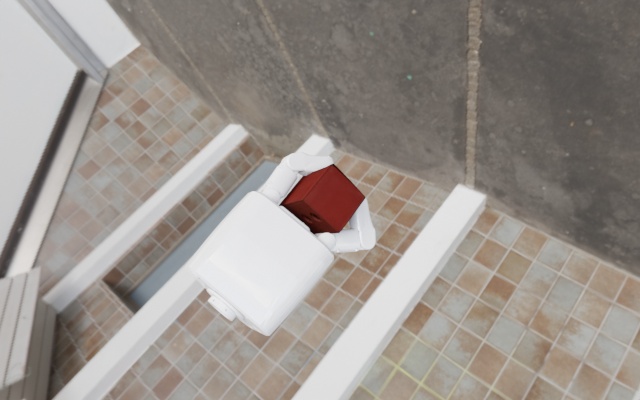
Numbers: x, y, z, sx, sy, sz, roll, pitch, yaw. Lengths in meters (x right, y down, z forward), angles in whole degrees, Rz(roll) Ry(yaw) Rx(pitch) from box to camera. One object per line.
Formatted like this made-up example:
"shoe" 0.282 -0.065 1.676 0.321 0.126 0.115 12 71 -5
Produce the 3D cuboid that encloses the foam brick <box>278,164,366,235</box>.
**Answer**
"foam brick" 0.000 0.002 0.513 0.053 0.051 0.078 44 -21 -14
